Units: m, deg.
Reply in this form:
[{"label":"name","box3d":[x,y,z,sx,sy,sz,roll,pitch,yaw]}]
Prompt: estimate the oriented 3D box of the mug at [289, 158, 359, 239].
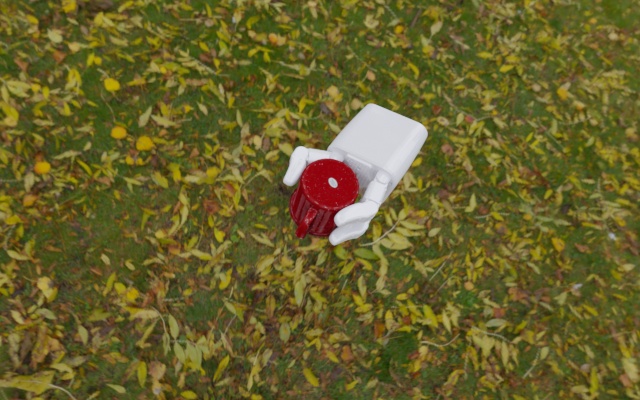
[{"label":"mug","box3d":[-0.001,0.003,0.664,0.093,0.117,0.081,34,-28,6]}]
